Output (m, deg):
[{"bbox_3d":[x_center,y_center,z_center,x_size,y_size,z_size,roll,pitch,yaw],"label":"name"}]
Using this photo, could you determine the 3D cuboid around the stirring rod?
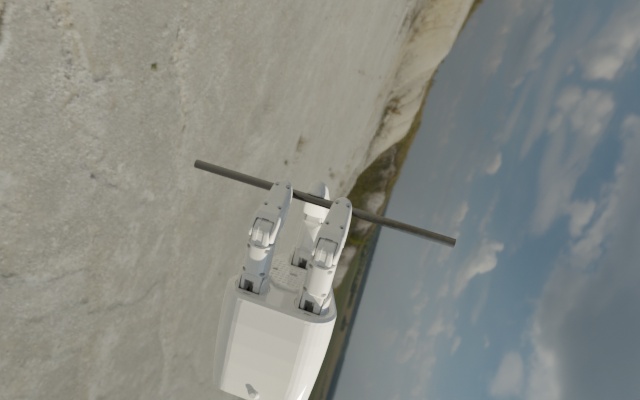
[{"bbox_3d":[0.000,0.001,0.422,0.239,0.011,0.011,17,2,8],"label":"stirring rod"}]
